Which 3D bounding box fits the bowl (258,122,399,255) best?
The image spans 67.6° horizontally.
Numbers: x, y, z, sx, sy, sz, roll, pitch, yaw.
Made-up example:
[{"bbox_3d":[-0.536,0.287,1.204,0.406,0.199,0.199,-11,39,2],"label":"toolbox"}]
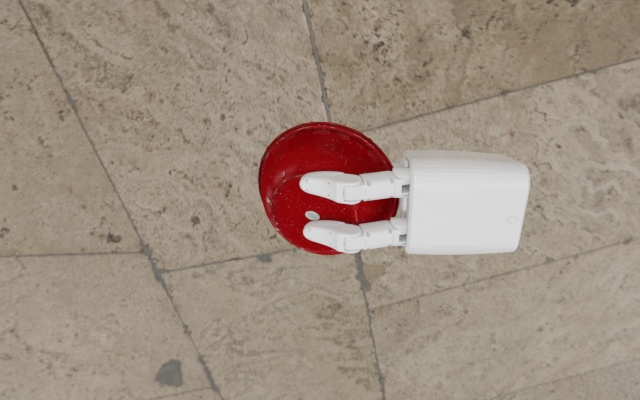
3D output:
[{"bbox_3d":[-0.001,0.002,0.506,0.162,0.162,0.055,0,28,18],"label":"bowl"}]
